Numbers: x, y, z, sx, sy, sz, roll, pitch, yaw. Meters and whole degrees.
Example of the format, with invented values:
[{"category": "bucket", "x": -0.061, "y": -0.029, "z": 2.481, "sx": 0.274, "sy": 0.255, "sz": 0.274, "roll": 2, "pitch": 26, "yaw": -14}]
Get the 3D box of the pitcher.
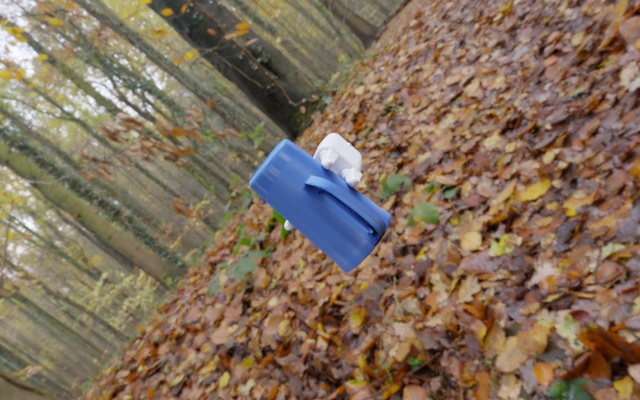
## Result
[{"category": "pitcher", "x": 0.000, "y": 0.003, "z": 0.843, "sx": 0.243, "sy": 0.149, "sz": 0.145, "roll": 39, "pitch": 26, "yaw": -8}]
